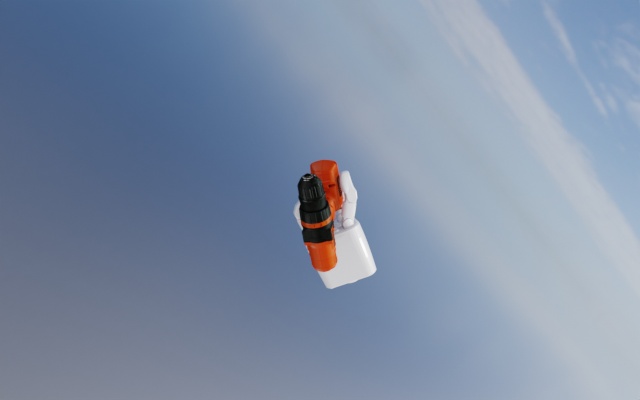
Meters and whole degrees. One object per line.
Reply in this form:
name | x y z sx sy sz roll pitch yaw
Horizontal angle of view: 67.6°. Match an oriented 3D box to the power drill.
power drill | 0.000 0.003 0.838 0.057 0.184 0.187 -2 32 10
